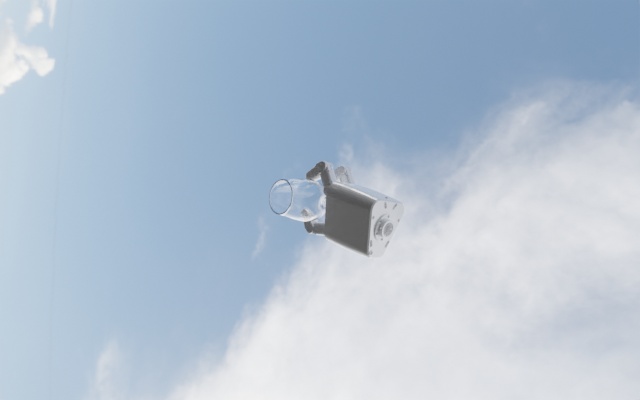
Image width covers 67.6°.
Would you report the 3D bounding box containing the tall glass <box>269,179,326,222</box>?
[{"bbox_3d":[0.001,0.003,0.893,0.079,0.079,0.201,0,-5,45],"label":"tall glass"}]
